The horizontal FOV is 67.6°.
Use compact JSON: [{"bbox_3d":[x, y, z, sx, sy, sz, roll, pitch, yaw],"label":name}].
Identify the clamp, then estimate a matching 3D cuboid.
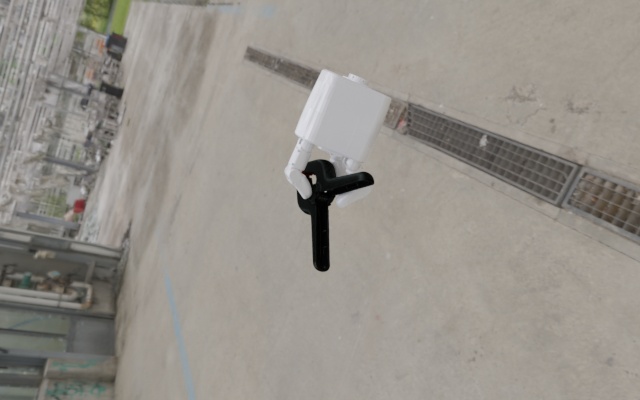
[{"bbox_3d":[-0.001,0.002,0.756,0.036,0.164,0.210,17,14,-29],"label":"clamp"}]
